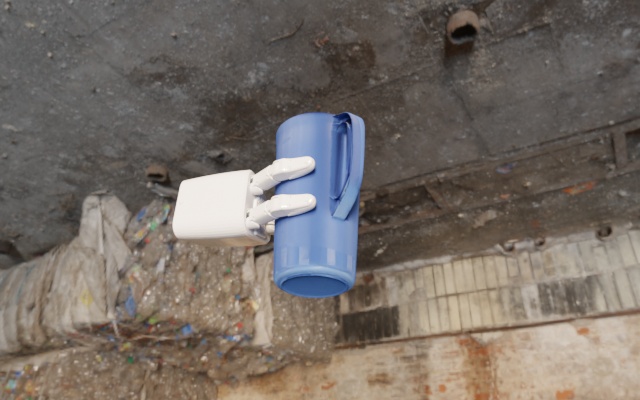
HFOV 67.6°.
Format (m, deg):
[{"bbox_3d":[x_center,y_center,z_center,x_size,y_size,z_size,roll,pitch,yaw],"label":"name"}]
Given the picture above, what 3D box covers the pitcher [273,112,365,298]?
[{"bbox_3d":[0.000,0.002,0.668,0.145,0.242,0.149,-5,-30,12],"label":"pitcher"}]
